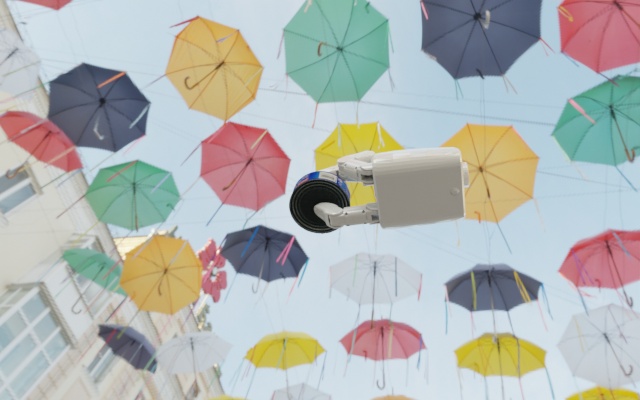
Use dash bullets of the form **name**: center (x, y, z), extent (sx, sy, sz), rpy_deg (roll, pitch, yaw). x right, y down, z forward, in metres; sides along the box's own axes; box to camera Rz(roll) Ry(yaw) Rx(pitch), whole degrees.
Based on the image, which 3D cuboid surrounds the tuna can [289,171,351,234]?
- **tuna can**: center (0.000, 0.002, 0.677), extent (0.086, 0.086, 0.033), rpy_deg (0, 27, 6)
